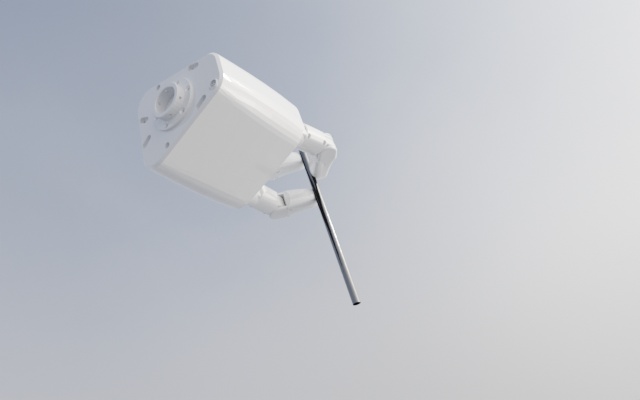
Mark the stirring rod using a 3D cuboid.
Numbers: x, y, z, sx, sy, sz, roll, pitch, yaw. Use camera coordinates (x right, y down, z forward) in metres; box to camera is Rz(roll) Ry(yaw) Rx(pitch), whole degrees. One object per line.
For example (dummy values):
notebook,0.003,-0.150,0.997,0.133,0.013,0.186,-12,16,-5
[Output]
stirring rod,0.000,0.002,0.514,0.011,0.239,0.011,-14,-33,-9
